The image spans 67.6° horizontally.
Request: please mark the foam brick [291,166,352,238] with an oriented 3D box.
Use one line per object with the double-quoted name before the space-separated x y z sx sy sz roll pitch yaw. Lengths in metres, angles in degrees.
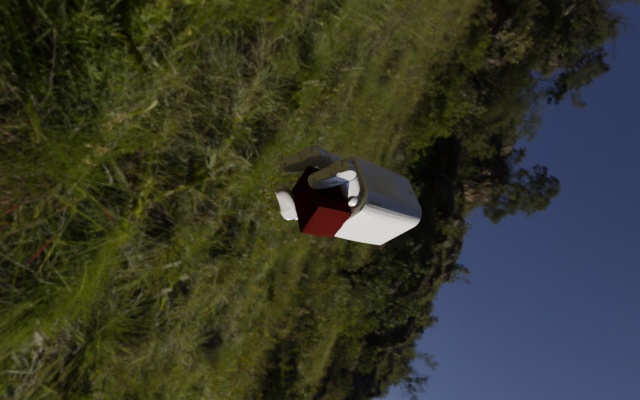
"foam brick" 0.000 0.002 0.633 0.051 0.078 0.053 15 -50 -28
